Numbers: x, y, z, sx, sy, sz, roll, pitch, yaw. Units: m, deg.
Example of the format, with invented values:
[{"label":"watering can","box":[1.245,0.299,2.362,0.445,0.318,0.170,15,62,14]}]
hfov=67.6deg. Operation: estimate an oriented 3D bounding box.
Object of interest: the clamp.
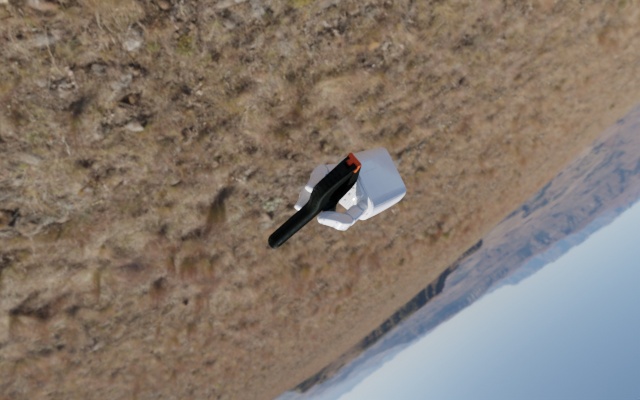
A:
[{"label":"clamp","box":[0.001,0.003,0.812,0.164,0.036,0.210,-26,-21,-40]}]
